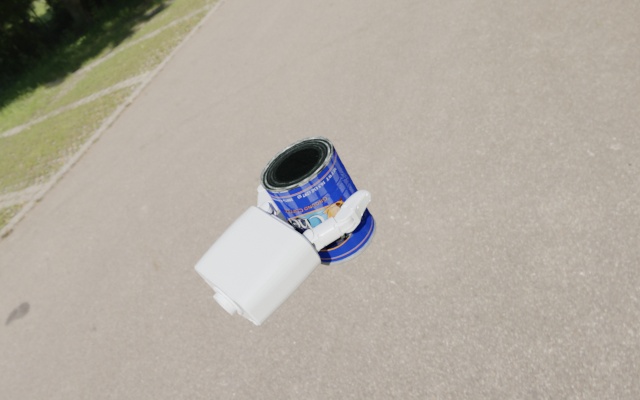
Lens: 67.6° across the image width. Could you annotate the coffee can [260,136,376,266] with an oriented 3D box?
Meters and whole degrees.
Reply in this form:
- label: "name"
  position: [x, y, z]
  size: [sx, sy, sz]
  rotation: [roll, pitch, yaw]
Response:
- label: "coffee can"
  position: [0.000, 0.002, 0.628]
  size: [0.103, 0.140, 0.102]
  rotation: [-21, 35, 16]
